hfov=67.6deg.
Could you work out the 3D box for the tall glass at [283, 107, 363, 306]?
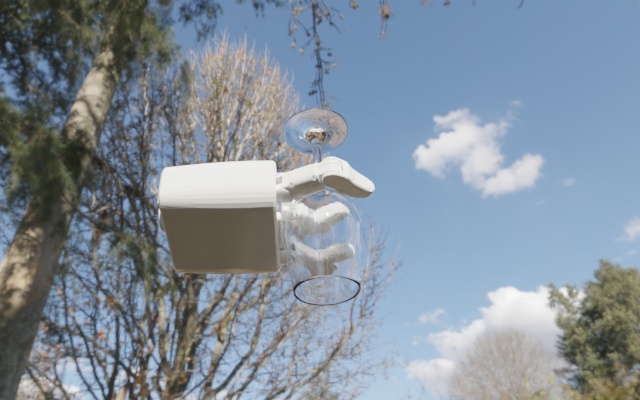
[{"bbox_3d":[0.000,0.001,0.487,0.079,0.201,0.079,-3,-36,-2],"label":"tall glass"}]
